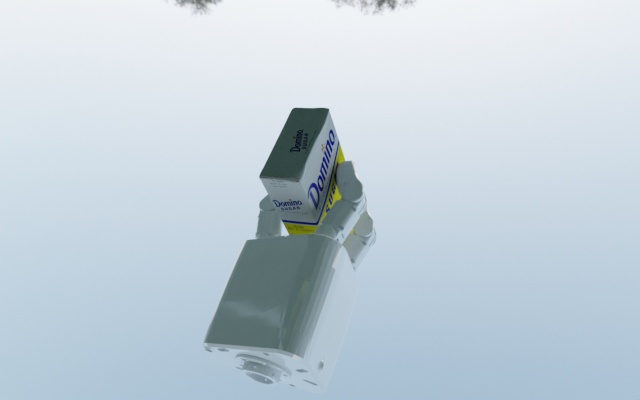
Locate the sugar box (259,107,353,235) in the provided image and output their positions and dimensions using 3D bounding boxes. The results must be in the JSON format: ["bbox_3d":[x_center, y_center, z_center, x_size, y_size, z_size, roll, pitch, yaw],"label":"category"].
[{"bbox_3d":[0.001,0.002,0.488,0.048,0.093,0.176,6,-36,21],"label":"sugar box"}]
